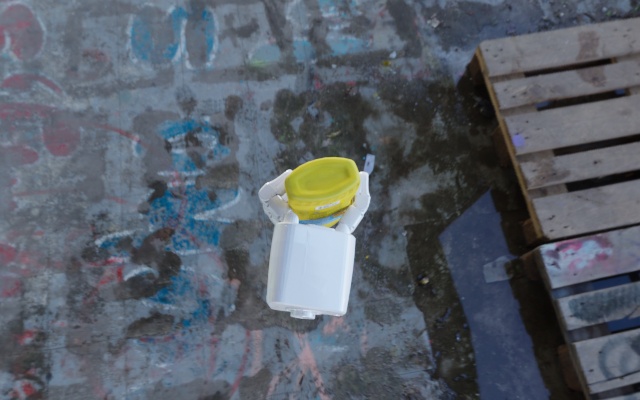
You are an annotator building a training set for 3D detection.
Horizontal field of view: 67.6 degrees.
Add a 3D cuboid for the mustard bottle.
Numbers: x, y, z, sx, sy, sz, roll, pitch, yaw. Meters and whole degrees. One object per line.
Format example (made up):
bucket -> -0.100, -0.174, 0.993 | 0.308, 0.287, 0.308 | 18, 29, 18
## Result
mustard bottle -> 0.000, 0.002, 0.687 | 0.096, 0.058, 0.192 | -17, -17, -7
